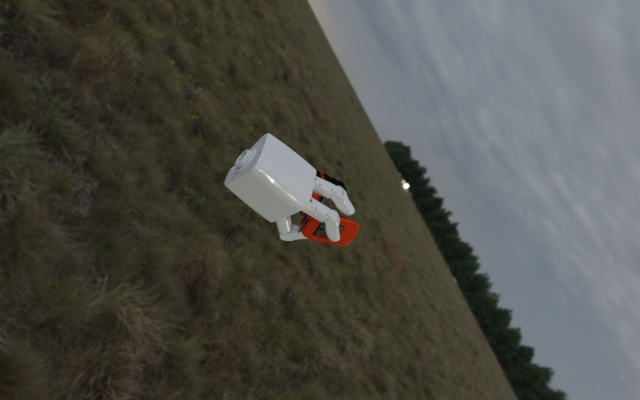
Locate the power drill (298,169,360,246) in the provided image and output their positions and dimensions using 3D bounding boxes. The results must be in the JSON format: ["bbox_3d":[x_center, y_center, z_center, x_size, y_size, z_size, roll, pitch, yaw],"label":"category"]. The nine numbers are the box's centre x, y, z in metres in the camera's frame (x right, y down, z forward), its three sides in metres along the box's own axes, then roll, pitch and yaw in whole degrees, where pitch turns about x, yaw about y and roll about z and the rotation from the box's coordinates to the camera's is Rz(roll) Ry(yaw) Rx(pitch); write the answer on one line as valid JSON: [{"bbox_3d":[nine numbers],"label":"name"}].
[{"bbox_3d":[0.000,0.003,0.893,0.184,0.057,0.187,15,28,-34],"label":"power drill"}]
